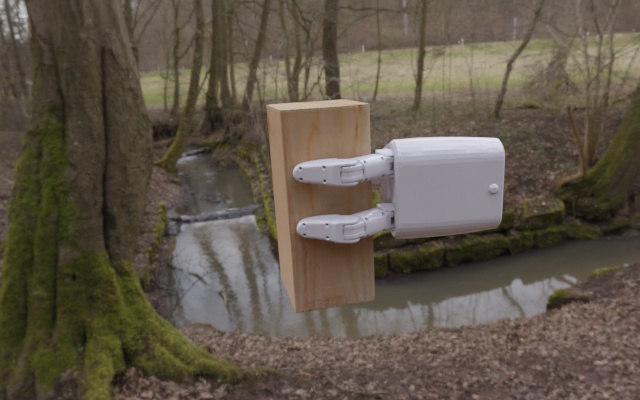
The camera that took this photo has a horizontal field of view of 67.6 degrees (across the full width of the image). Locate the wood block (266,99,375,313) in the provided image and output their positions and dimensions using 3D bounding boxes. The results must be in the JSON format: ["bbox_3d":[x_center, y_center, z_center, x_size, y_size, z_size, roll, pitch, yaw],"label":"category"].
[{"bbox_3d":[0.000,0.001,0.511,0.090,0.206,0.090,-7,16,-12],"label":"wood block"}]
